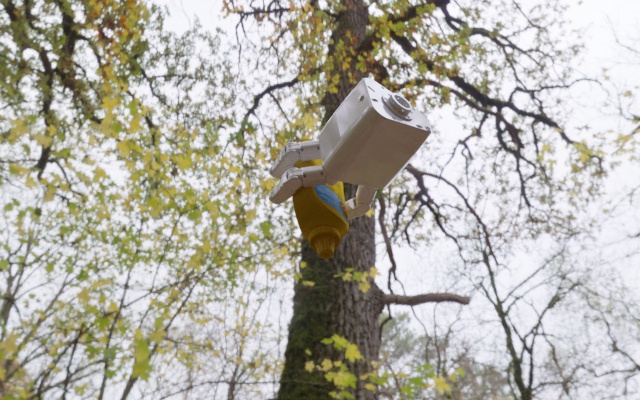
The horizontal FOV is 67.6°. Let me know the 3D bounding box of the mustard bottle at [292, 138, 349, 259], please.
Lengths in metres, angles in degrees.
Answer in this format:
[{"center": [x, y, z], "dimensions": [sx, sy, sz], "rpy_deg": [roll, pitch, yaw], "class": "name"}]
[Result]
[{"center": [0.000, 0.002, 0.668], "dimensions": [0.058, 0.191, 0.096], "rpy_deg": [-30, -50, 20], "class": "mustard bottle"}]
